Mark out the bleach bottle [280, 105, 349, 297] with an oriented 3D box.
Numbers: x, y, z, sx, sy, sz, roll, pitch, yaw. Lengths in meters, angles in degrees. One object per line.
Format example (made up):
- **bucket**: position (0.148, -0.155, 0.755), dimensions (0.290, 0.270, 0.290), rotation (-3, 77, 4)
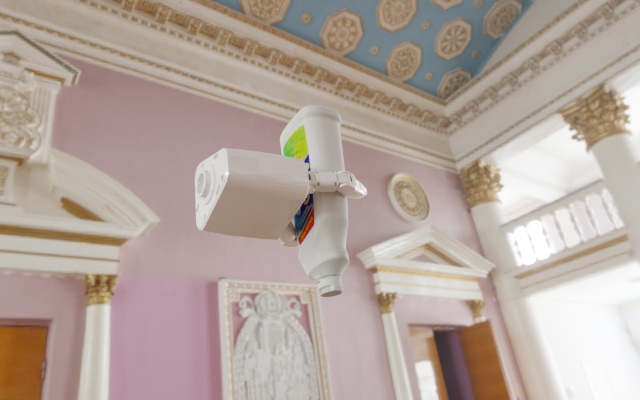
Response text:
- **bleach bottle**: position (0.000, 0.002, 0.647), dimensions (0.068, 0.250, 0.103), rotation (8, -30, -32)
